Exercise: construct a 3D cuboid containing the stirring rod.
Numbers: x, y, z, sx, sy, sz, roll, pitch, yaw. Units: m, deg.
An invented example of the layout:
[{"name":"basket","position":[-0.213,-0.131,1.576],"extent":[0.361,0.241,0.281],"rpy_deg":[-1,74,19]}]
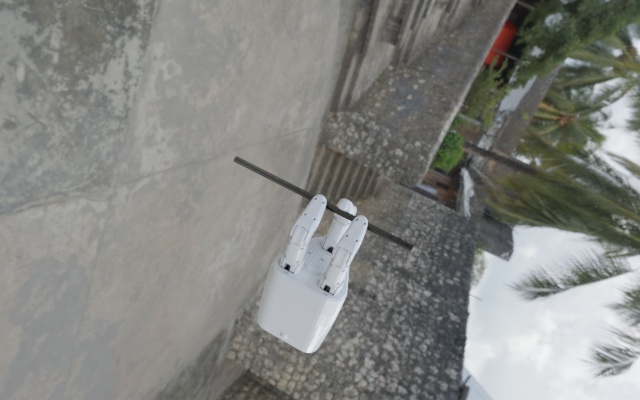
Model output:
[{"name":"stirring rod","position":[0.000,0.002,0.571],"extent":[0.239,0.011,0.011],"rpy_deg":[27,5,10]}]
